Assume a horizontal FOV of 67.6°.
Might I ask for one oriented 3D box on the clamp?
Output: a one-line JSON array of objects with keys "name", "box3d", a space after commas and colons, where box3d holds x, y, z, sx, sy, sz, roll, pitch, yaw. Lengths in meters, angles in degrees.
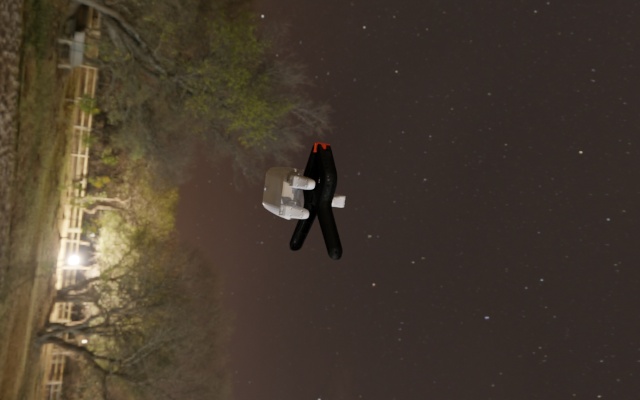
[{"name": "clamp", "box3d": [0.001, 0.002, 0.850, 0.036, 0.210, 0.164, 5, 5, -31]}]
